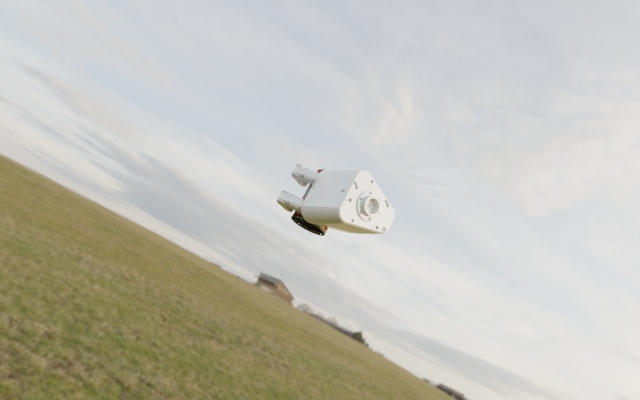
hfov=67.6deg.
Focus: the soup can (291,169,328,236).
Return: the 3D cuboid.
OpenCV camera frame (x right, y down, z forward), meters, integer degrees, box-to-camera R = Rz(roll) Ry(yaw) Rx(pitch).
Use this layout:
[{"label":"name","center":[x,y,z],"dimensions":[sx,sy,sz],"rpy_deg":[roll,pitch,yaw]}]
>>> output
[{"label":"soup can","center":[0.000,0.003,0.856],"dimensions":[0.068,0.102,0.068],"rpy_deg":[26,-16,8]}]
